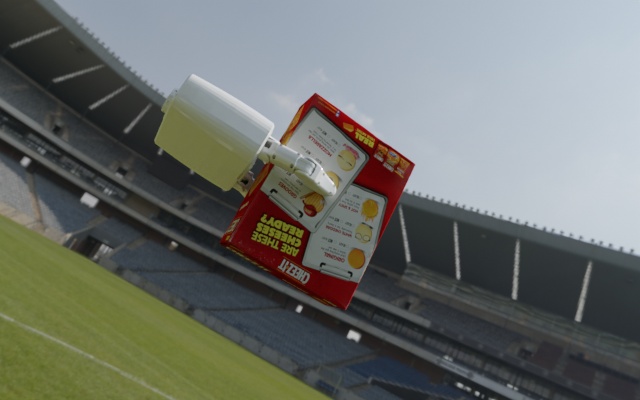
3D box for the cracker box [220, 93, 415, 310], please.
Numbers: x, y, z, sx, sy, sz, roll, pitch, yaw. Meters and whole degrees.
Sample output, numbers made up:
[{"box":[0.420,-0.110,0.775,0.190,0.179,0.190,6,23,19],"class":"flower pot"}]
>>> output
[{"box":[0.000,0.002,0.599,0.164,0.213,0.072,33,-18,-15],"class":"cracker box"}]
